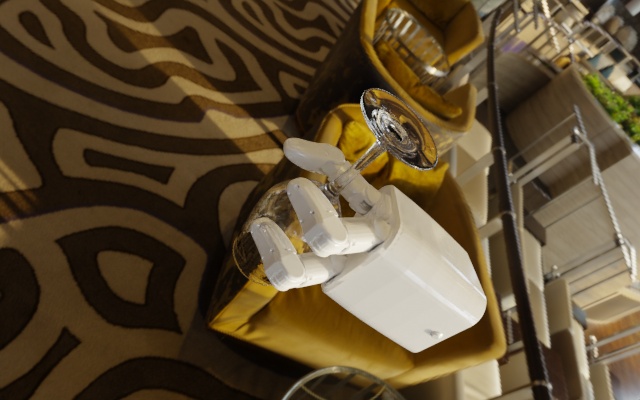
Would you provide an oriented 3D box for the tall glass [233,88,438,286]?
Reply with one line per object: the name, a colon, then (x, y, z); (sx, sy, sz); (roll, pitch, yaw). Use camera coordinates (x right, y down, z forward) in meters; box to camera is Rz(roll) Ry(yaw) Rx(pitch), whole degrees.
tall glass: (0.000, 0.001, 0.404); (0.079, 0.079, 0.201); (0, -32, -44)
